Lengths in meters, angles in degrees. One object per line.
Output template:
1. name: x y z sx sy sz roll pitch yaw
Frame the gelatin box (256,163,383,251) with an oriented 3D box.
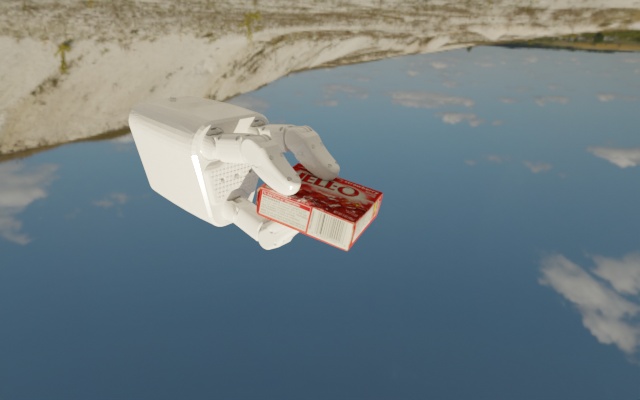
1. gelatin box: 0.000 0.002 0.415 0.089 0.030 0.073 21 27 17
